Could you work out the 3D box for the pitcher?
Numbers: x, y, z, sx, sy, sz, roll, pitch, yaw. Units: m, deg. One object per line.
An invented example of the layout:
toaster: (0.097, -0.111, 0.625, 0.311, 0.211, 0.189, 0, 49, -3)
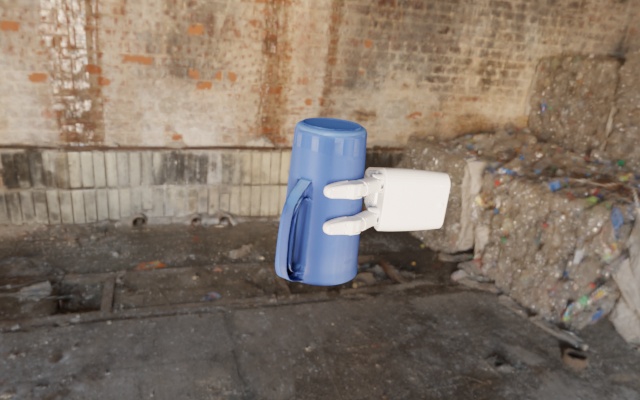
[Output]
pitcher: (0.000, 0.002, 0.737, 0.145, 0.243, 0.149, 1, 20, -12)
